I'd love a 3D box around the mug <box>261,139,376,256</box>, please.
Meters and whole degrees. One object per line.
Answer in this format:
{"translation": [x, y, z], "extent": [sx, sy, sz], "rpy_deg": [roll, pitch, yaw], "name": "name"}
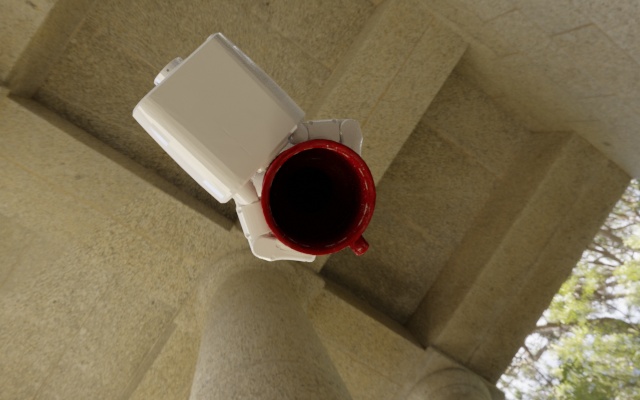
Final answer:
{"translation": [0.001, 0.002, 0.420], "extent": [0.117, 0.093, 0.081], "rpy_deg": [46, -3, -13], "name": "mug"}
